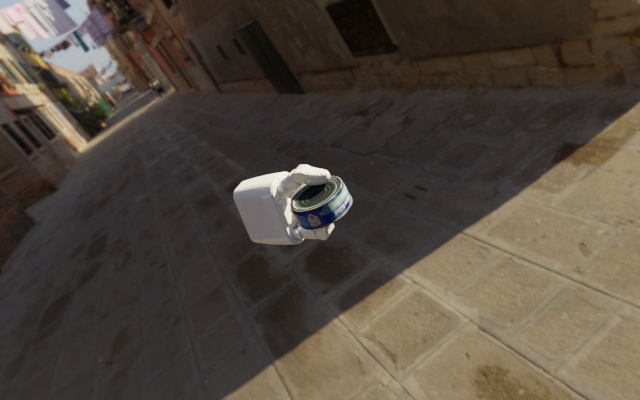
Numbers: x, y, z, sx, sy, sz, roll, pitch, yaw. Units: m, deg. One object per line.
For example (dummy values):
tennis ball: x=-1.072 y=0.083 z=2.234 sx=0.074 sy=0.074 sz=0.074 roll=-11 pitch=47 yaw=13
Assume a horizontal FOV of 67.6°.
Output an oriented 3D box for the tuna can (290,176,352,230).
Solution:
tuna can: x=0.000 y=0.002 z=0.685 sx=0.086 sy=0.034 sz=0.086 roll=-23 pitch=28 yaw=13
